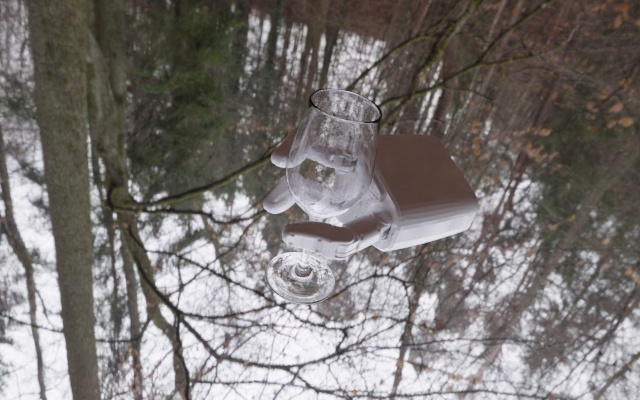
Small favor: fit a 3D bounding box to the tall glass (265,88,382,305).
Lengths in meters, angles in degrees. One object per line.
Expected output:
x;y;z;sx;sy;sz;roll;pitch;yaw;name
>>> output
0.000;0.002;0.444;0.079;0.201;0.079;10;35;-7;tall glass
